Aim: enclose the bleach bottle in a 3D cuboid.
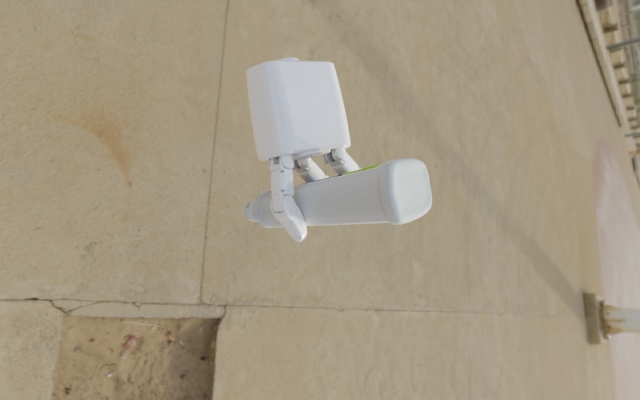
[{"bbox_3d":[0.000,0.002,0.583,0.251,0.068,0.102,-8,2,36],"label":"bleach bottle"}]
